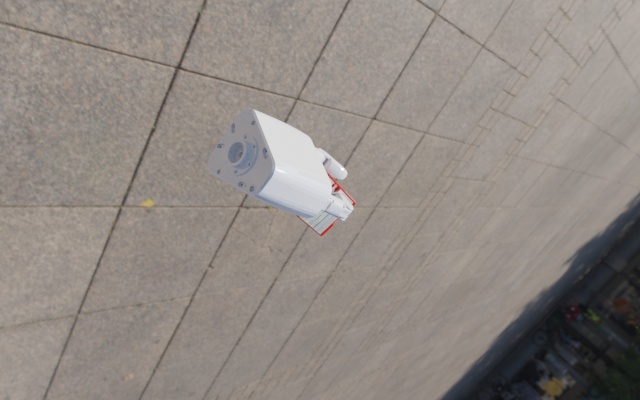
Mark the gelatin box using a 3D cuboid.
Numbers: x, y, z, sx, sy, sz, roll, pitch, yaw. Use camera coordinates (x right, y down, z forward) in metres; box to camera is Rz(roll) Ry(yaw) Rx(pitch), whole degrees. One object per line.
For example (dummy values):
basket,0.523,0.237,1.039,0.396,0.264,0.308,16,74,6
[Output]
gelatin box,0.001,0.003,0.686,0.030,0.073,0.089,47,3,41
